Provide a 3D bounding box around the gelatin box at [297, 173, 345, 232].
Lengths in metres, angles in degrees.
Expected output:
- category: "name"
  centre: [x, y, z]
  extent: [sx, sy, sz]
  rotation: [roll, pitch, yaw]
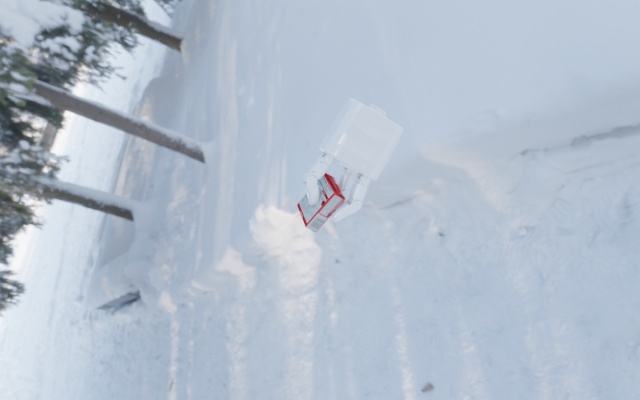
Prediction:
- category: "gelatin box"
  centre: [0.000, 0.003, 0.884]
  extent: [0.030, 0.089, 0.073]
  rotation: [30, 20, -32]
